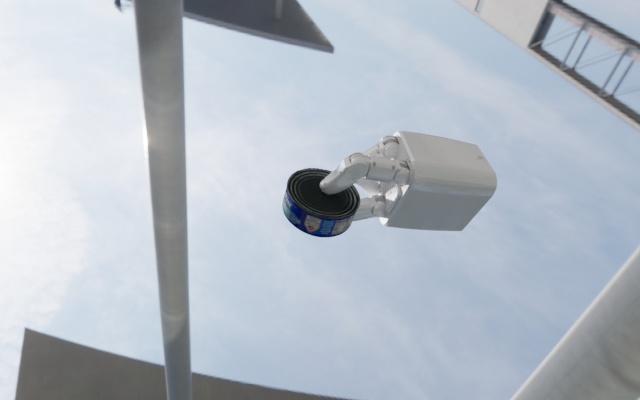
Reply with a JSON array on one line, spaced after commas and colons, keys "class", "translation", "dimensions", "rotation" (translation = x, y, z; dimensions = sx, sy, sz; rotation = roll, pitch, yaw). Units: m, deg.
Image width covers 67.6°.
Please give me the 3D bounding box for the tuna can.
[{"class": "tuna can", "translation": [0.000, 0.002, 0.547], "dimensions": [0.086, 0.034, 0.086], "rotation": [12, 39, -9]}]
